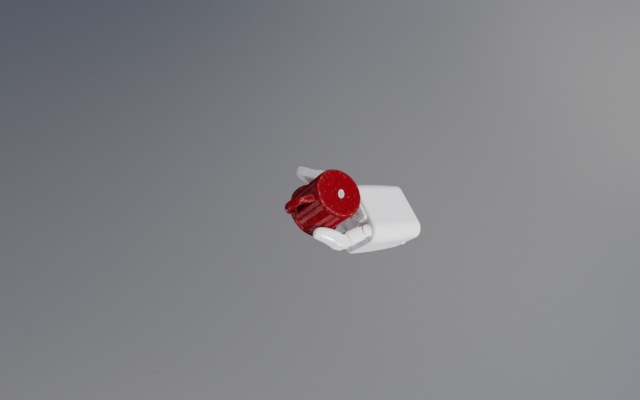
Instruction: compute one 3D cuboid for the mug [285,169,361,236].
[{"bbox_3d":[-0.001,0.002,0.751,0.117,0.093,0.081,-2,-20,-33],"label":"mug"}]
